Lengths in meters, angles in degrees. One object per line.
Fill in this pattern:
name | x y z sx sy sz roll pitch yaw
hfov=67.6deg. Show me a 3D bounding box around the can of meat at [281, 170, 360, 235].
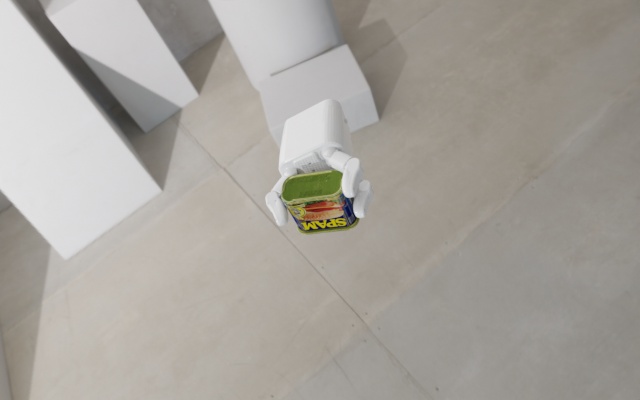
can of meat | 0.000 0.002 0.718 0.102 0.057 0.084 -7 -39 16
